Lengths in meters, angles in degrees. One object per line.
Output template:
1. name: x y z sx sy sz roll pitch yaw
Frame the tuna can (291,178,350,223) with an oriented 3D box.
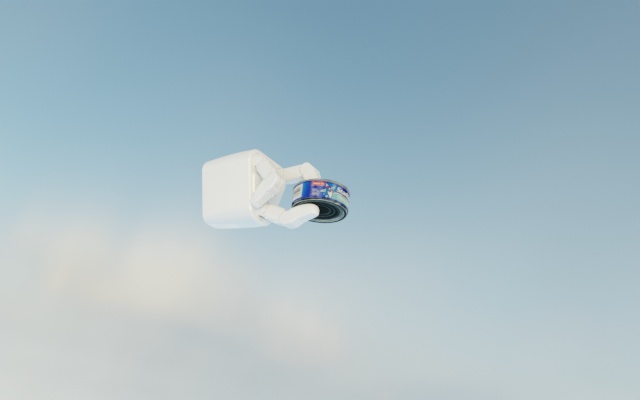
1. tuna can: 0.000 0.003 0.708 0.086 0.033 0.086 5 -26 3
